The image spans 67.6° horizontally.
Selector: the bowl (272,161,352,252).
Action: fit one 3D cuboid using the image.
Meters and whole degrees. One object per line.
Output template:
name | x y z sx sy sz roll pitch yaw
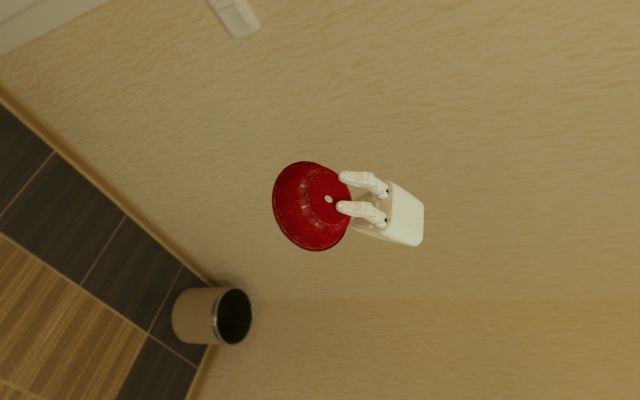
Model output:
bowl | -0.001 0.002 0.805 0.162 0.162 0.055 0 -14 -35
